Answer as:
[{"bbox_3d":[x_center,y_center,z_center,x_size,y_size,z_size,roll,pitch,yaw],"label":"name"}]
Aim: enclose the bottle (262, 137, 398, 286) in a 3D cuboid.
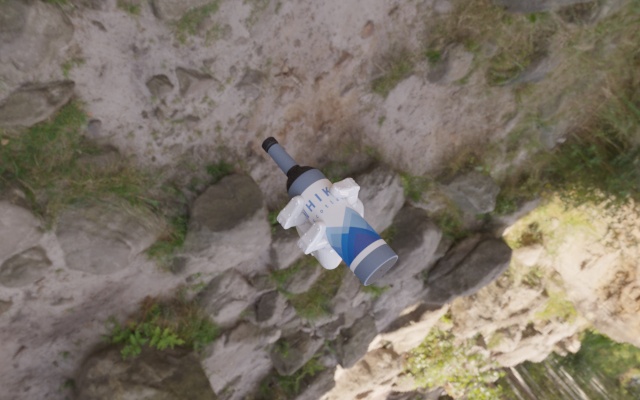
[{"bbox_3d":[0.000,0.003,0.763,0.295,0.069,0.069,49,23,22],"label":"bottle"}]
